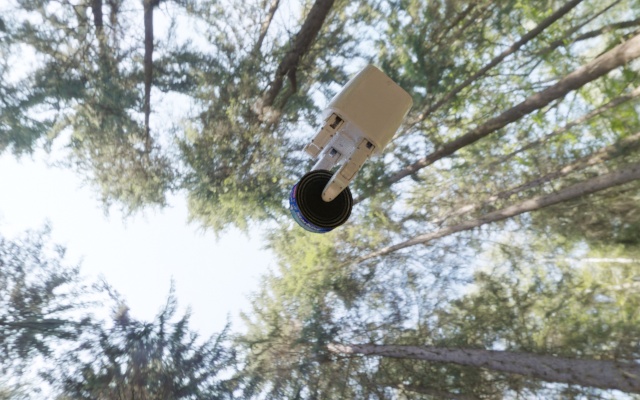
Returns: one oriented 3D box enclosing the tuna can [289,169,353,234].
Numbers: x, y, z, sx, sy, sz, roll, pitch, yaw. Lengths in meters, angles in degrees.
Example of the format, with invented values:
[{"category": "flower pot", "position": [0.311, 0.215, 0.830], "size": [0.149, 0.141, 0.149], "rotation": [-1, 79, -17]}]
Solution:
[{"category": "tuna can", "position": [0.000, 0.002, 0.664], "size": [0.086, 0.086, 0.034], "rotation": [0, -18, -24]}]
